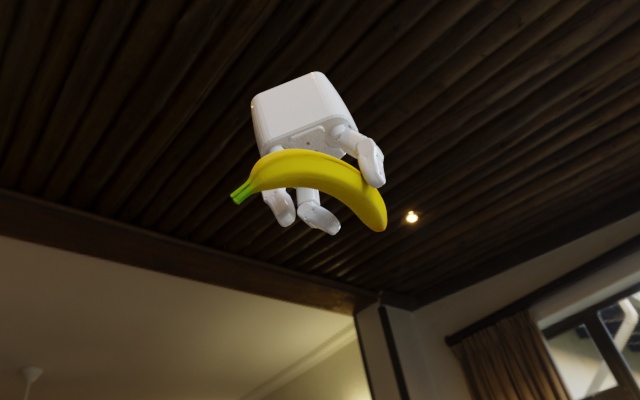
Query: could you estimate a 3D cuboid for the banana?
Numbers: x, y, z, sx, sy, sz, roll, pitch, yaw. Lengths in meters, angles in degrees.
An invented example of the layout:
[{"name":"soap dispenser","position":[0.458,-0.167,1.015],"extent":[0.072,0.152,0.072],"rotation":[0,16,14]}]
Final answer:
[{"name":"banana","position":[0.006,-0.013,0.497],"extent":[0.198,0.070,0.037],"rotation":[14,32,-33]}]
